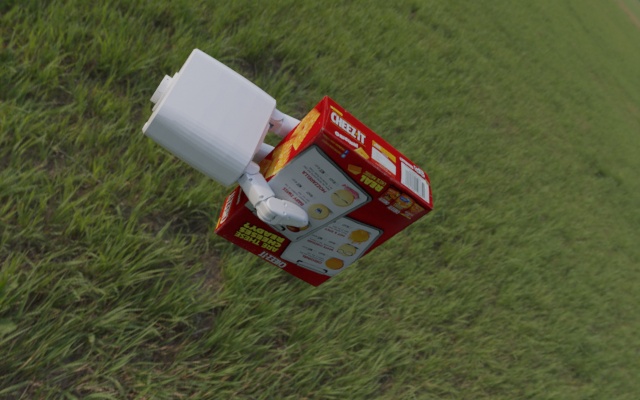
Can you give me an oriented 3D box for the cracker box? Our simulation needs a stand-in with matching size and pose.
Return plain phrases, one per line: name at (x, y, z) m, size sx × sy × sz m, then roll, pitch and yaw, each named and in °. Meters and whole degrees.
cracker box at (0.000, 0.002, 0.578) m, size 0.164 × 0.072 × 0.214 m, roll 33°, pitch -50°, yaw -23°
